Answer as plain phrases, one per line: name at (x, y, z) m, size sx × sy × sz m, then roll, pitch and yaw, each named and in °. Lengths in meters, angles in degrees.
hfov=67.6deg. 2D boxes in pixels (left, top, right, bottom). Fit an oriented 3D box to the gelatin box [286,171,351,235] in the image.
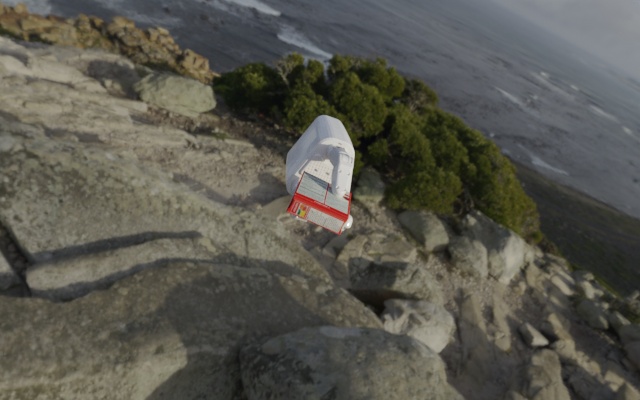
gelatin box at (0.000, 0.002, 0.618) m, size 0.073 × 0.030 × 0.089 m, roll 24°, pitch 22°, yaw -4°
